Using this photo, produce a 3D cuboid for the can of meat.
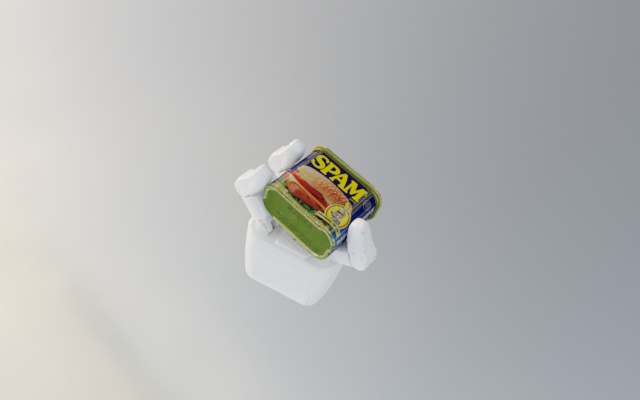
[{"bbox_3d":[0.000,0.002,0.515,0.084,0.102,0.057,-40,-16,-33],"label":"can of meat"}]
